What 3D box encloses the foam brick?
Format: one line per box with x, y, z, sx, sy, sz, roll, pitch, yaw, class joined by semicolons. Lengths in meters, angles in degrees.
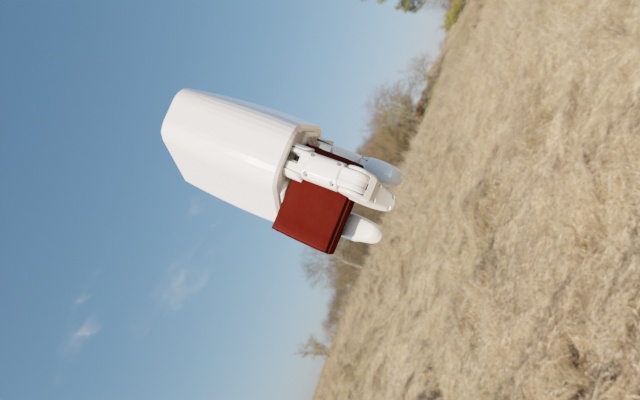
0.000;0.002;0.407;0.051;0.078;0.053;21;-6;8;foam brick
